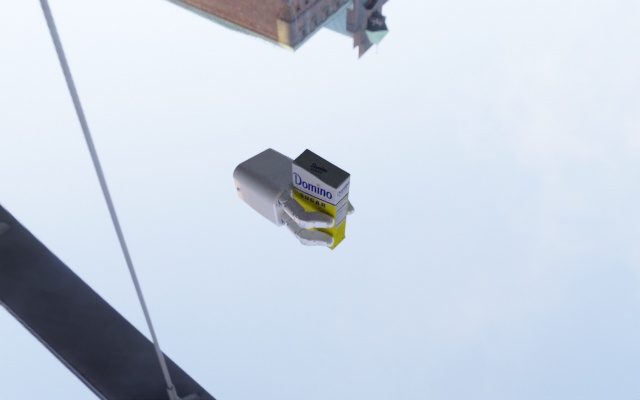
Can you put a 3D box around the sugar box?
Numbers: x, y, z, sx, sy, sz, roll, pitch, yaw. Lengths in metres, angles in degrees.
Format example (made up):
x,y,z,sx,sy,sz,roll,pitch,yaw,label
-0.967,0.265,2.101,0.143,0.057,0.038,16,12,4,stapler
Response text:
x,y,z,sx,sy,sz,roll,pitch,yaw,label
0.000,0.003,0.812,0.093,0.048,0.176,32,-29,23,sugar box
